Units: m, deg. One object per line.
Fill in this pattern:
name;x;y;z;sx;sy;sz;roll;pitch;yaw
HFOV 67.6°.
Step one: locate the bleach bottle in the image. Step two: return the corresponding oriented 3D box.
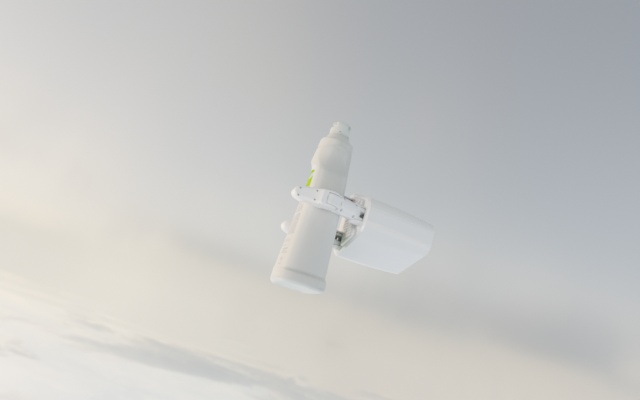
bleach bottle;0.000;0.002;0.678;0.068;0.250;0.102;20;-16;-12
